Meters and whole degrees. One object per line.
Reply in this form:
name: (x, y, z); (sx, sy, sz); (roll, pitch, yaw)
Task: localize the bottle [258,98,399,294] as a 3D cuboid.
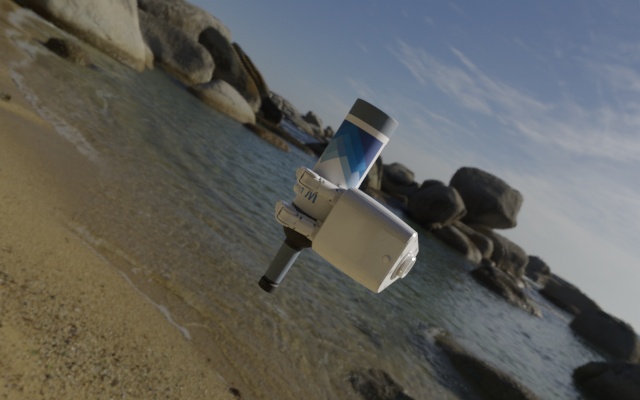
bottle: (0.000, 0.002, 0.666); (0.069, 0.296, 0.069); (32, 7, -4)
